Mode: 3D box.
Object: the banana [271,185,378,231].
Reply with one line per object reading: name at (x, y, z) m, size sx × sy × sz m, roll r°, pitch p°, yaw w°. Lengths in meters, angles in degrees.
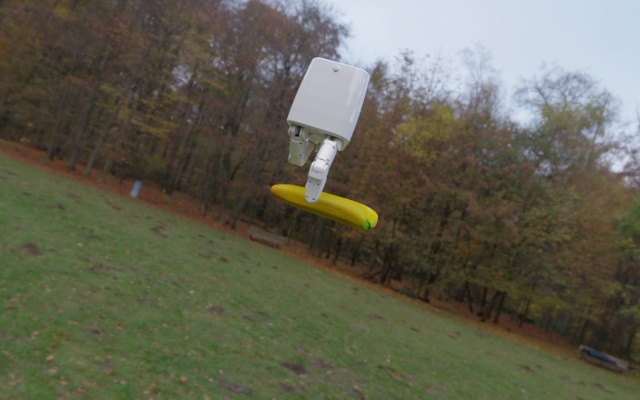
banana at (0.013, 0.008, 0.710) m, size 0.197 × 0.037 × 0.070 m, roll 17°, pitch -5°, yaw 39°
